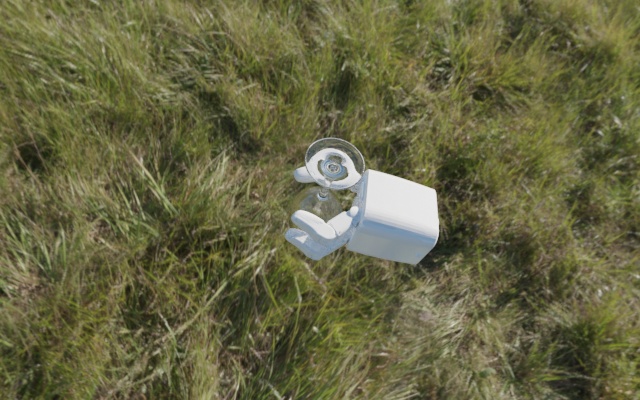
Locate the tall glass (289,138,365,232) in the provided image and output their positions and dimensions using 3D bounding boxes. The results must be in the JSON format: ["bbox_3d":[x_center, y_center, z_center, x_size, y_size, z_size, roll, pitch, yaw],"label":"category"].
[{"bbox_3d":[0.000,0.002,0.658,0.079,0.079,0.201,0,-28,-12],"label":"tall glass"}]
